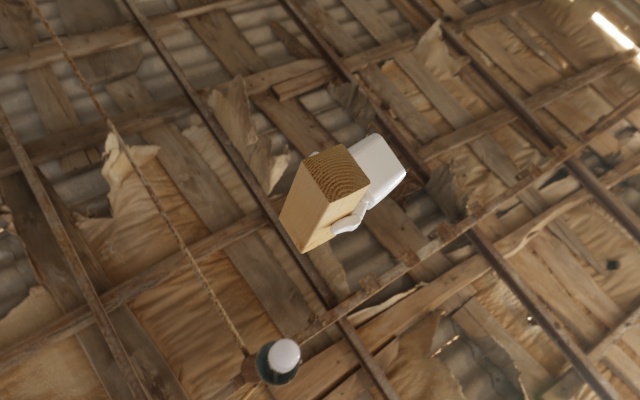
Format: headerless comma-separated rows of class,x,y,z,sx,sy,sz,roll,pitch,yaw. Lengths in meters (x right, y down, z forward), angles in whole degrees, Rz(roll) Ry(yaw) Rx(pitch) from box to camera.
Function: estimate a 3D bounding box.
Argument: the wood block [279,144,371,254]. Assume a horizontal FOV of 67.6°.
wood block,0.001,0.003,0.864,0.090,0.090,0.206,-26,-19,-27
